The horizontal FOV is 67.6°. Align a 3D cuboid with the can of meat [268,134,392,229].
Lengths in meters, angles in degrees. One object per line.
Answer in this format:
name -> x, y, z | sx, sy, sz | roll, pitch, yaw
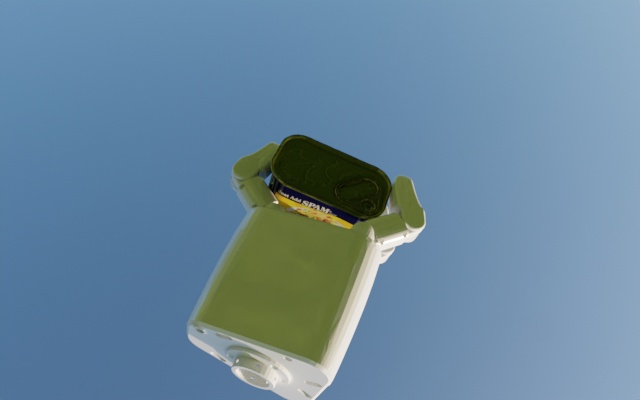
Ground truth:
can of meat -> 0.000, 0.002, 0.429 | 0.102, 0.057, 0.084 | 23, -38, -1
